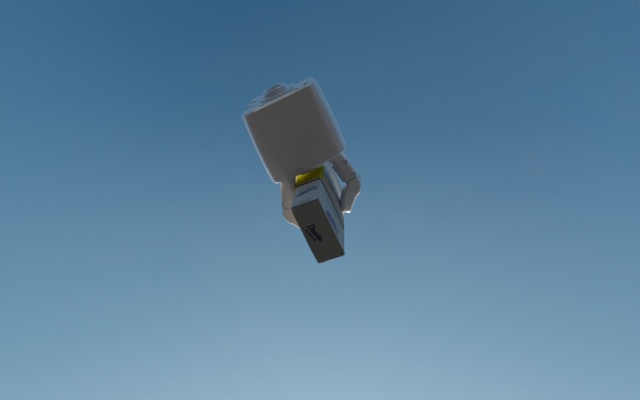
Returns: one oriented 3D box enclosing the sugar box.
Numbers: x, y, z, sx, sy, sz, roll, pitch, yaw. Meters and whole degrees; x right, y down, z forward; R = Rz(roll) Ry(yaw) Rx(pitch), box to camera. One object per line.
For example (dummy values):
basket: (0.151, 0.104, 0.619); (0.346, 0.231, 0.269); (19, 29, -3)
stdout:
sugar box: (0.000, 0.002, 0.689); (0.048, 0.093, 0.176); (-19, 24, 14)
